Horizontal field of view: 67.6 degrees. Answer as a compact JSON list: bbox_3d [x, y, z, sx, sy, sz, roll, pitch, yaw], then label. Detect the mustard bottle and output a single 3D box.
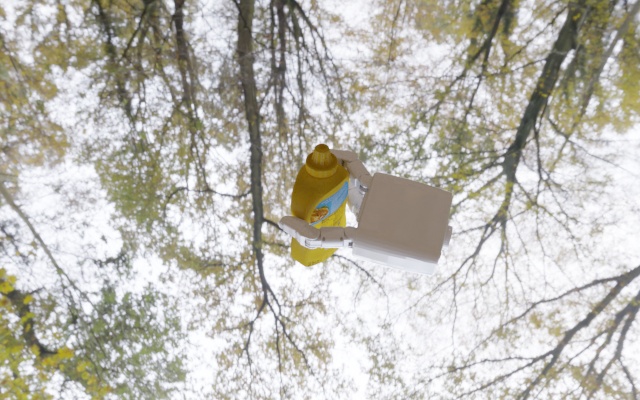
[{"bbox_3d":[0.000,0.002,0.652,0.058,0.192,0.096,34,54,27],"label":"mustard bottle"}]
